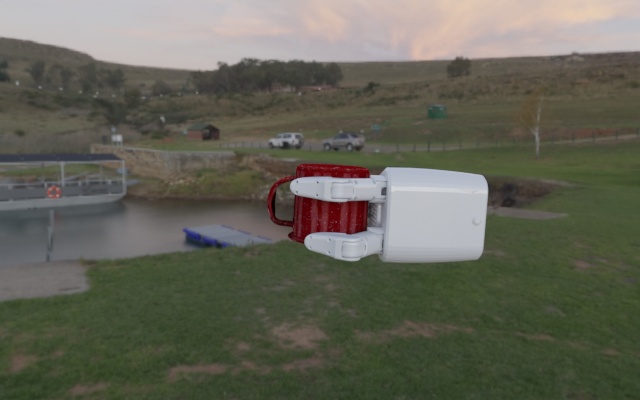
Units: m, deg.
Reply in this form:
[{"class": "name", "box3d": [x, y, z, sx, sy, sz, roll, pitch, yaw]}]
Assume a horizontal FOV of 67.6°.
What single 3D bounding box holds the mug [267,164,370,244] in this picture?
[{"class": "mug", "box3d": [-0.001, 0.001, 0.527, 0.117, 0.081, 0.093, 2, 7, -6]}]
